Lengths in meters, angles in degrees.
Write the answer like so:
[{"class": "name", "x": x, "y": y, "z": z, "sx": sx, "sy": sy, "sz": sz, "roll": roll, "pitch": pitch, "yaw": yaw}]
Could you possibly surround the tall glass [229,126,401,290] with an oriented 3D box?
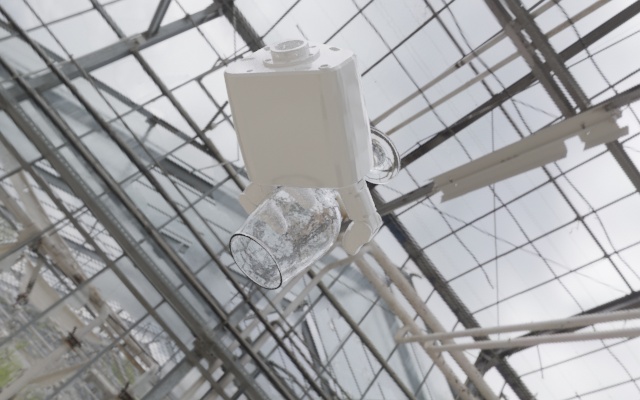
[{"class": "tall glass", "x": 0.001, "y": 0.001, "z": 0.479, "sx": 0.079, "sy": 0.079, "sz": 0.201, "roll": 0, "pitch": 33, "yaw": 43}]
